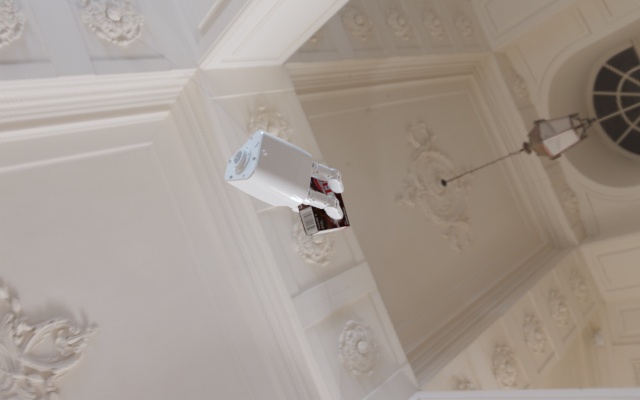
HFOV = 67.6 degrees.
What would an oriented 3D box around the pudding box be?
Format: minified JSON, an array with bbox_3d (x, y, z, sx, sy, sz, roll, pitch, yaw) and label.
[{"bbox_3d":[0.000,0.003,0.869,0.039,0.113,0.090,-21,-10,42],"label":"pudding box"}]
